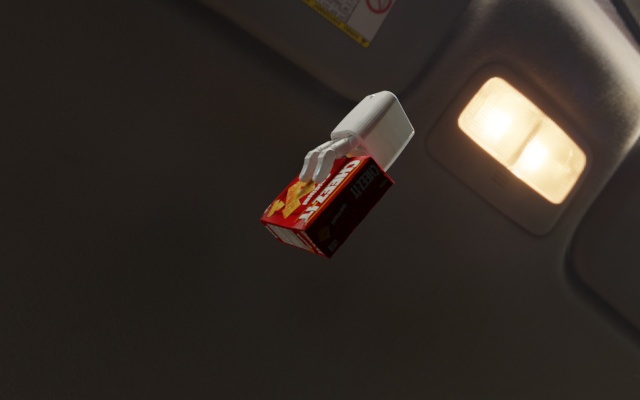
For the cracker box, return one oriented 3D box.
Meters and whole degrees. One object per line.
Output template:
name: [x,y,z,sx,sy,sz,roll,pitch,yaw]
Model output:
cracker box: [0.000,0.003,0.818,0.072,0.164,0.213,47,-17,-19]
